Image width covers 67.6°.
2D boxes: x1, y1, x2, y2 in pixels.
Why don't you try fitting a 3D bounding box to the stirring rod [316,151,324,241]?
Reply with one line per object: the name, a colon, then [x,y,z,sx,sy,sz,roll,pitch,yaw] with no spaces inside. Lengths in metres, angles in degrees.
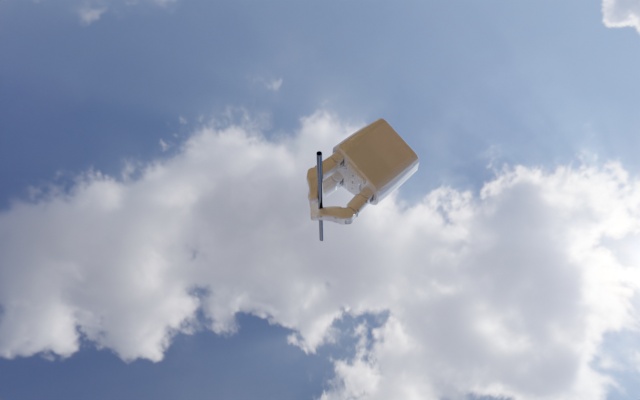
stirring rod: [0.000,0.002,0.746,0.011,0.011,0.240,0,-33,1]
